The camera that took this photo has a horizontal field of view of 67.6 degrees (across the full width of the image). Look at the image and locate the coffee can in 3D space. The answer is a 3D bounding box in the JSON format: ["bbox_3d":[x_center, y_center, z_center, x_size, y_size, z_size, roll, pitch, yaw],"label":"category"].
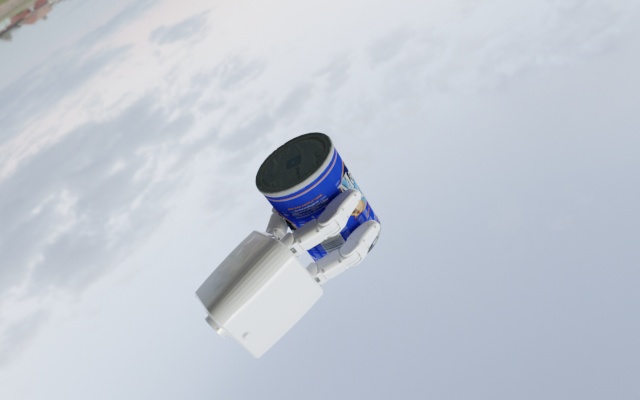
[{"bbox_3d":[0.000,0.002,0.589,0.103,0.102,0.140,0,-43,40],"label":"coffee can"}]
